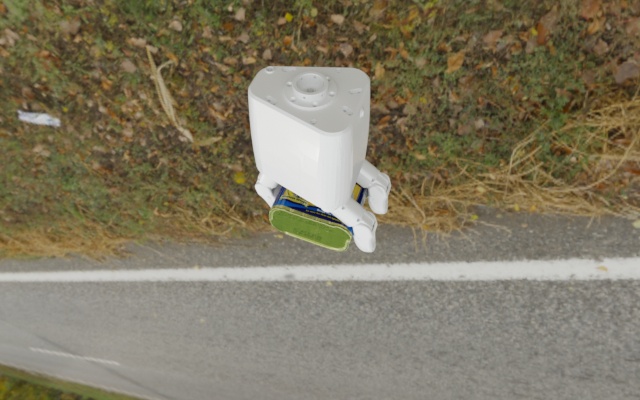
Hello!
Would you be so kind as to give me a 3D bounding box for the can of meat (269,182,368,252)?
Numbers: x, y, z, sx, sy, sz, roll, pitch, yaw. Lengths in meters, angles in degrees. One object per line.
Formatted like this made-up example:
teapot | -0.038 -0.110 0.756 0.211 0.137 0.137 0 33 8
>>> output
can of meat | 0.000 0.002 0.553 0.102 0.084 0.057 18 -34 7
